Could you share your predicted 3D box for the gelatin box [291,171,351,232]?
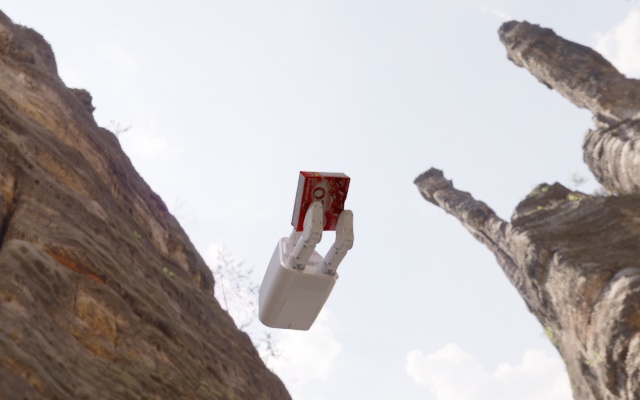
[{"bbox_3d":[0.000,0.002,0.704,0.073,0.089,0.030,1,22,-24],"label":"gelatin box"}]
